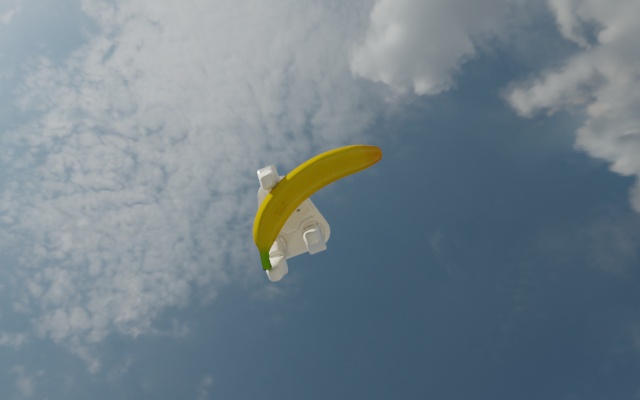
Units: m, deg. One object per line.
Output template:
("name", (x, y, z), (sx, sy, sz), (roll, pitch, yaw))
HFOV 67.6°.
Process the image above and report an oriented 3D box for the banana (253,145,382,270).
("banana", (-0.016, -0.009, 0.571), (0.069, 0.198, 0.037), (44, -3, 8))
